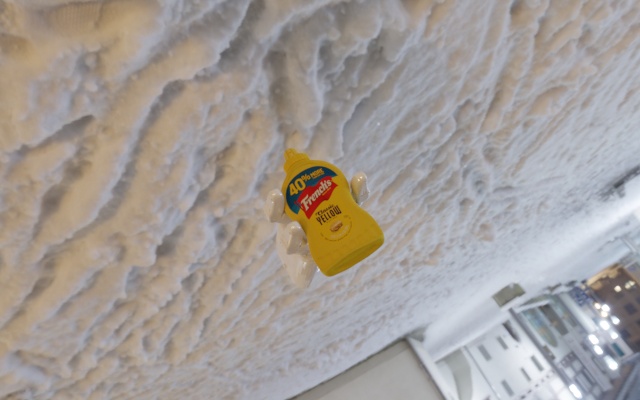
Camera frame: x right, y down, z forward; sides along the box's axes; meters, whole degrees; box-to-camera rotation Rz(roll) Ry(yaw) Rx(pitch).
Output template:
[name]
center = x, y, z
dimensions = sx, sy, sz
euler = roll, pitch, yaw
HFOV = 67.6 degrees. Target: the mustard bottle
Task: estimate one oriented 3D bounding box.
[mustard bottle]
center = 0.000, 0.002, 0.658
dimensions = 0.096, 0.191, 0.058
euler = -32, -26, 0
